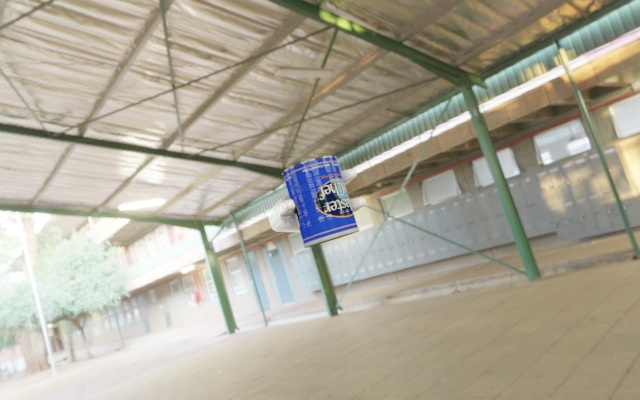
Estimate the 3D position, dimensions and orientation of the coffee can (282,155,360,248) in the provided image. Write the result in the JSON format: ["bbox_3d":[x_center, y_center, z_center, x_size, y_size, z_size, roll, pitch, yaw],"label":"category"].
[{"bbox_3d":[0.000,0.003,0.848,0.103,0.140,0.103,-17,-6,-2],"label":"coffee can"}]
